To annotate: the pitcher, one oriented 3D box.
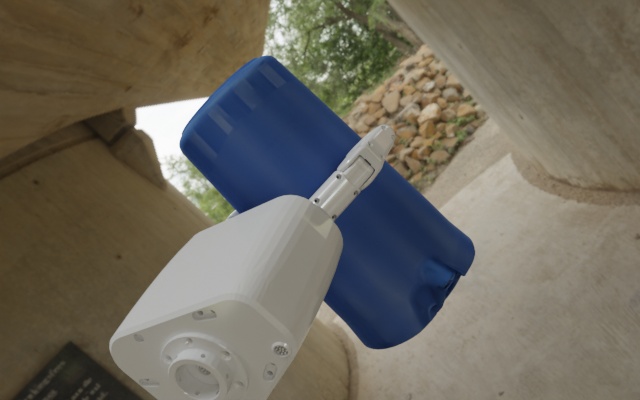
[{"bbox_3d":[0.000,0.001,0.417,0.149,0.243,0.145,-40,11,30],"label":"pitcher"}]
